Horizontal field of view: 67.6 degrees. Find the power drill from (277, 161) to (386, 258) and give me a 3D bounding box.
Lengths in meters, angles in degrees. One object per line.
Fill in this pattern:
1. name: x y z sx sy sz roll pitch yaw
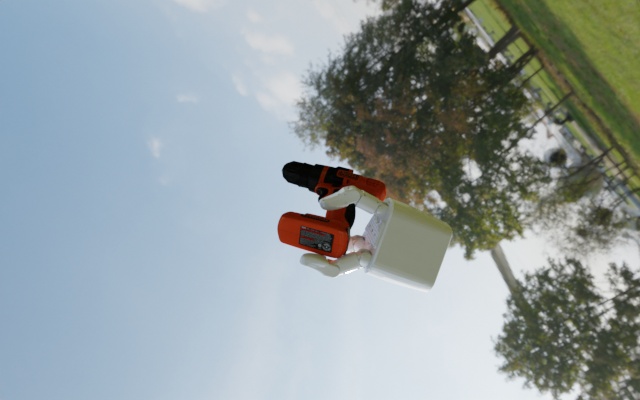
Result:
1. power drill: 0.000 0.003 0.759 0.184 0.057 0.187 14 36 13
